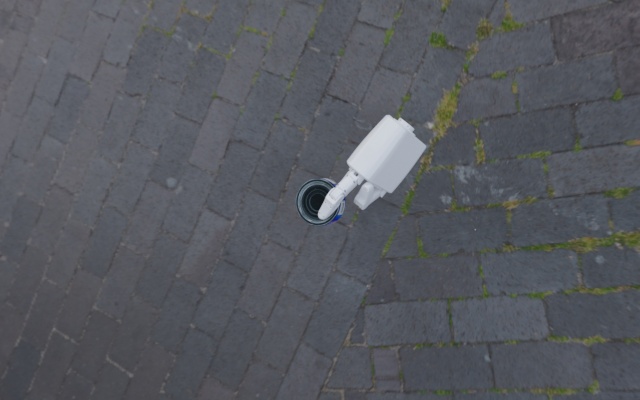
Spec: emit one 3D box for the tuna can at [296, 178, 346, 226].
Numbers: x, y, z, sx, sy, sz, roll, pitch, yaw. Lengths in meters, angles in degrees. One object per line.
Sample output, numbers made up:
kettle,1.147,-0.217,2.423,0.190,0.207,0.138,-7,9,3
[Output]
tuna can,0.000,0.003,0.844,0.086,0.086,0.034,0,1,22
